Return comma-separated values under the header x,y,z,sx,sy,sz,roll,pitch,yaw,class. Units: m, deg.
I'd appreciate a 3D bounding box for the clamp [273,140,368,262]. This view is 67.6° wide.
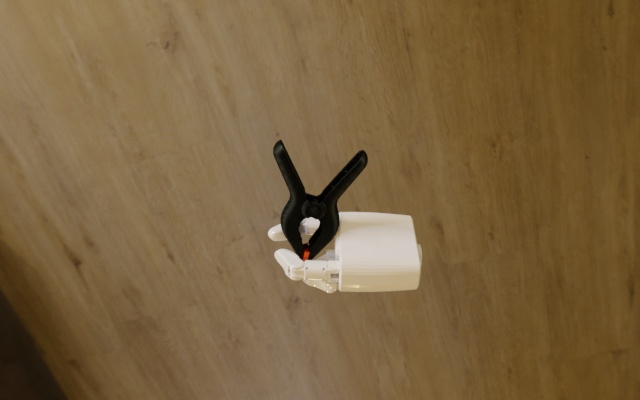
x,y,z,sx,sy,sz,roll,pitch,yaw,class
0.000,0.002,0.630,0.120,0.171,0.039,1,26,0,clamp
